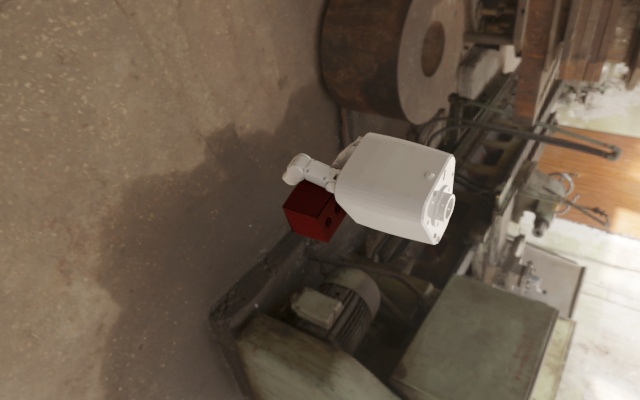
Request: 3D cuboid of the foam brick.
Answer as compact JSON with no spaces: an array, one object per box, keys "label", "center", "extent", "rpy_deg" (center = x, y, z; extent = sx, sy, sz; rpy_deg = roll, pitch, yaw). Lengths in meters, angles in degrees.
[{"label":"foam brick","center":[0.000,0.002,0.577],"extent":[0.051,0.078,0.053],"rpy_deg":[18,-30,28]}]
